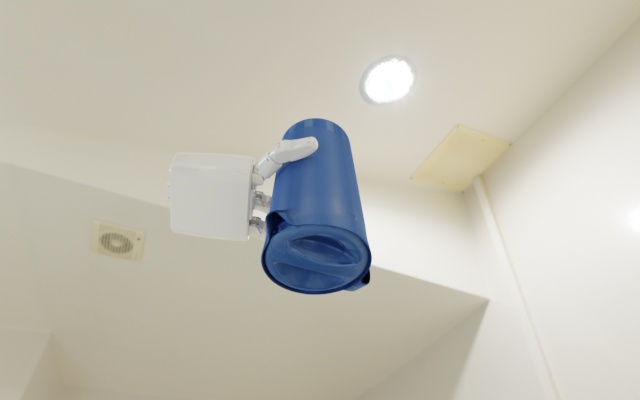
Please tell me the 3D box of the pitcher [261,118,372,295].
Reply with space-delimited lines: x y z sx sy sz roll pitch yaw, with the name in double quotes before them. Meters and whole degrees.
"pitcher" 0.000 0.002 0.658 0.145 0.149 0.242 3 43 -3
